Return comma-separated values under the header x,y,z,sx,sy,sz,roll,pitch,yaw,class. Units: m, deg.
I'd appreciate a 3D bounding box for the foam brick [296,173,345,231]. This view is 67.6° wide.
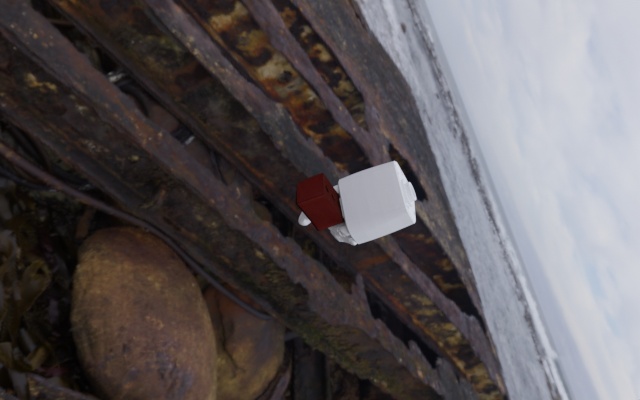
x,y,z,sx,sy,sz,roll,pitch,yaw,class
0.000,0.003,0.796,0.051,0.053,0.078,-21,-47,20,foam brick
